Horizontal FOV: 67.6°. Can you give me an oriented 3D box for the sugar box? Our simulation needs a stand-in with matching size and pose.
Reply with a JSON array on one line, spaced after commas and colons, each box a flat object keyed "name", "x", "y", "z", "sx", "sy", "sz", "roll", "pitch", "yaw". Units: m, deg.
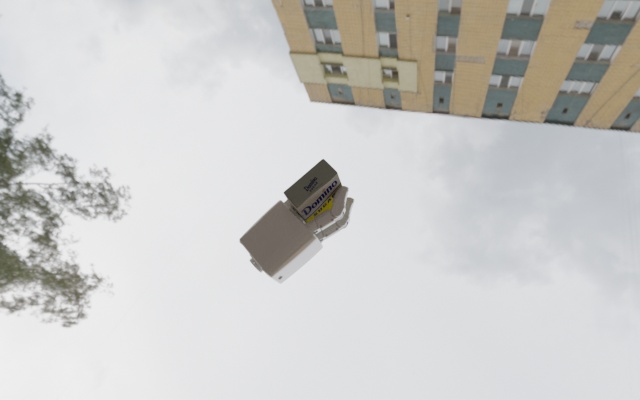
[{"name": "sugar box", "x": 0.000, "y": 0.003, "z": 0.872, "sx": 0.093, "sy": 0.048, "sz": 0.176, "roll": -41, "pitch": -22, "yaw": -5}]
